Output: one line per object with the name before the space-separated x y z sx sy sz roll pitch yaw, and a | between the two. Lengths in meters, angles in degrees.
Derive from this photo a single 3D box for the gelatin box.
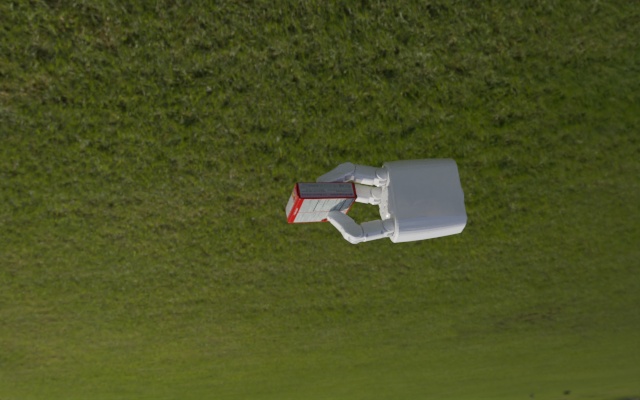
gelatin box | 0.000 0.003 0.695 0.089 0.030 0.073 -2 -28 -19
